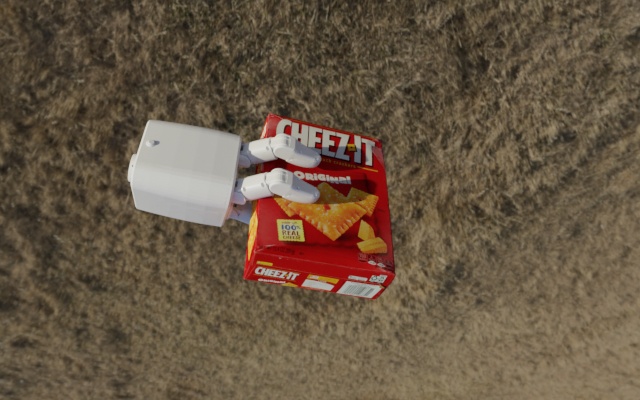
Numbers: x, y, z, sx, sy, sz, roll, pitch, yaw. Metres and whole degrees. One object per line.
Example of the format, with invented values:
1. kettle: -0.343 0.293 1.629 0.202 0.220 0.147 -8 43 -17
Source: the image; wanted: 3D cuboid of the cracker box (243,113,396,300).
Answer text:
1. cracker box: 0.000 0.002 0.589 0.164 0.213 0.072 12 -38 -14
